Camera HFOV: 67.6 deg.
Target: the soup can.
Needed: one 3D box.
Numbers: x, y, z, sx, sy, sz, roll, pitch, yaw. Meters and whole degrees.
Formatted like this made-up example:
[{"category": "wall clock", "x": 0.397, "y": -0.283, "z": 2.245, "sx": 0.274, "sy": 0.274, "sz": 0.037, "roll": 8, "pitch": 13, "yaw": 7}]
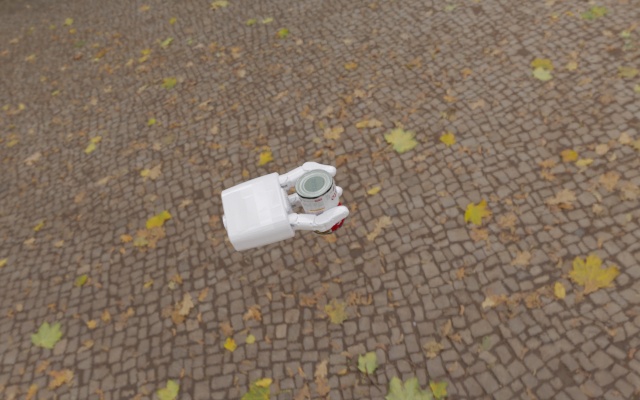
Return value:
[{"category": "soup can", "x": 0.001, "y": 0.002, "z": 0.829, "sx": 0.068, "sy": 0.068, "sz": 0.102, "roll": 0, "pitch": -40, "yaw": 18}]
